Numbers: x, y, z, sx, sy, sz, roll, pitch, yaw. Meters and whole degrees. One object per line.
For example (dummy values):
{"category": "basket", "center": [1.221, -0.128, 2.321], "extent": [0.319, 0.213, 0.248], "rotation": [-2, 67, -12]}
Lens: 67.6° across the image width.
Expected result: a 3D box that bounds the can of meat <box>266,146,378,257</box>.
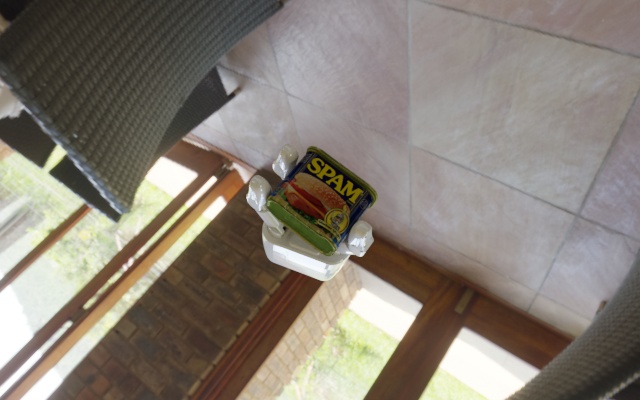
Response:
{"category": "can of meat", "center": [0.000, 0.002, 0.549], "extent": [0.102, 0.084, 0.057], "rotation": [37, -21, 6]}
